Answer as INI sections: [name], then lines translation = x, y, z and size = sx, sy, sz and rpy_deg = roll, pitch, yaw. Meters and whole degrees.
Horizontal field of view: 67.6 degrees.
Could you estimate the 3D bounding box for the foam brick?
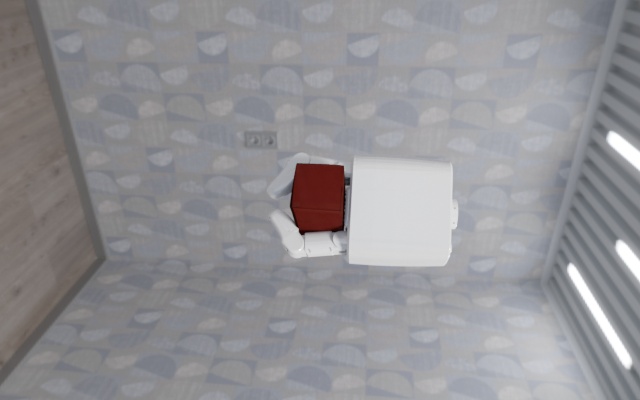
[foam brick]
translation = 0.000, 0.002, 0.506
size = 0.051, 0.053, 0.078
rpy_deg = 3, -25, 6
